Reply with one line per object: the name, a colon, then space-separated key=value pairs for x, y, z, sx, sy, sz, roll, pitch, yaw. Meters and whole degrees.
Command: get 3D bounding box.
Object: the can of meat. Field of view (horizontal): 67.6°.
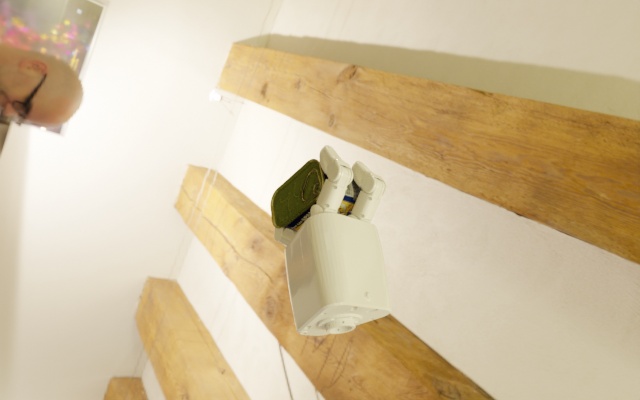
can of meat: x=0.000 y=0.002 z=0.605 sx=0.084 sy=0.057 sz=0.102 roll=17 pitch=-42 yaw=-37
